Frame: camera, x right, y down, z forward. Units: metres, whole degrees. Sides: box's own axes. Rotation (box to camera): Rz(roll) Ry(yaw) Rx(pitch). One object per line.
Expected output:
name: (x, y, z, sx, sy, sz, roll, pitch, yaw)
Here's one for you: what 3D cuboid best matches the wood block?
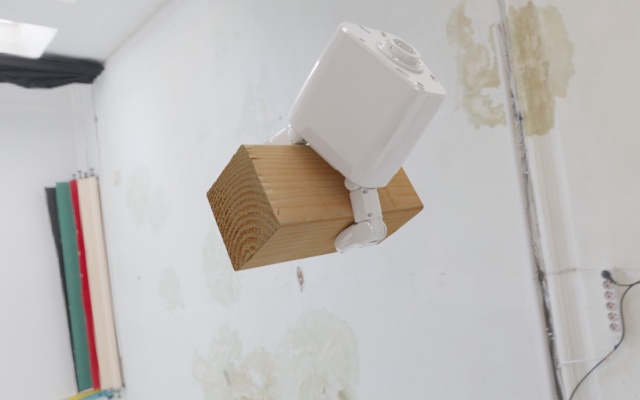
wood block: (0.001, 0.002, 0.506, 0.206, 0.090, 0.090, -5, -29, -42)
